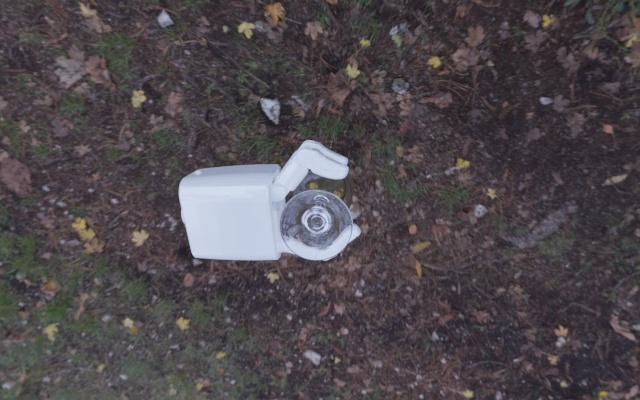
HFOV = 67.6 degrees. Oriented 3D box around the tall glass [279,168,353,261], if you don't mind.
[{"bbox_3d":[0.000,0.002,0.574,0.079,0.079,0.201,0,14,3],"label":"tall glass"}]
